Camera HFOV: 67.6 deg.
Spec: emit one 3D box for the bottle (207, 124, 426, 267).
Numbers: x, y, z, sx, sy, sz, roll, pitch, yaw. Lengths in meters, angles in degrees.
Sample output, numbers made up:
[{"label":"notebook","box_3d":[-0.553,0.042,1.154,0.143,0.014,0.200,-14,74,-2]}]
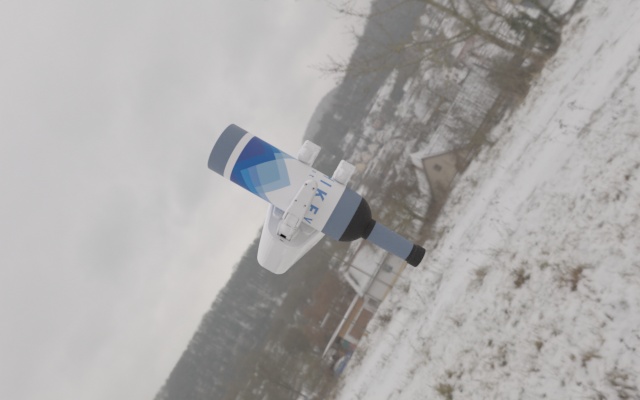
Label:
[{"label":"bottle","box_3d":[0.000,0.002,0.614,0.296,0.069,0.069,29,0,1]}]
